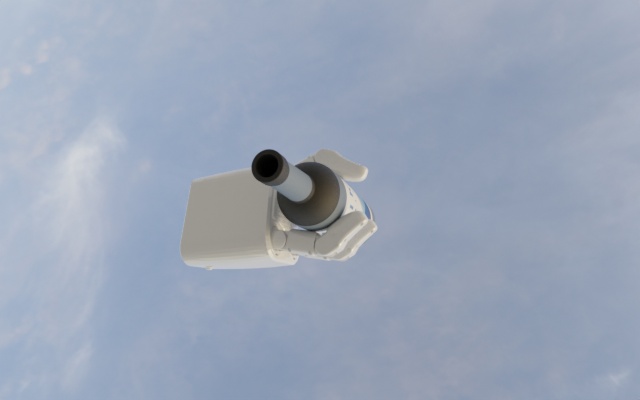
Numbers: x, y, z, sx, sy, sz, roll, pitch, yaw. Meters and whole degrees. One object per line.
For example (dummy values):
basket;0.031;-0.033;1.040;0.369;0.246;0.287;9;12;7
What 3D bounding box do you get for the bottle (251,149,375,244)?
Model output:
bottle;0.000;0.002;0.509;0.069;0.069;0.296;0;-11;17
